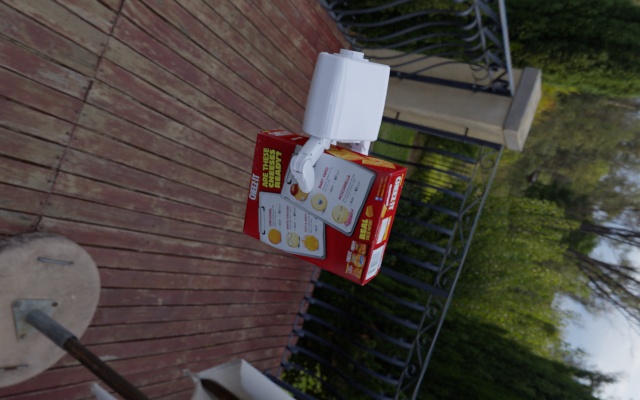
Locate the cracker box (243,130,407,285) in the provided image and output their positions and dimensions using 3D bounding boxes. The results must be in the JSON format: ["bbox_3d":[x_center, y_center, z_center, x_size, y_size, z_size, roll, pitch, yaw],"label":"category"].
[{"bbox_3d":[0.000,0.002,0.693,0.213,0.164,0.072,20,19,26],"label":"cracker box"}]
